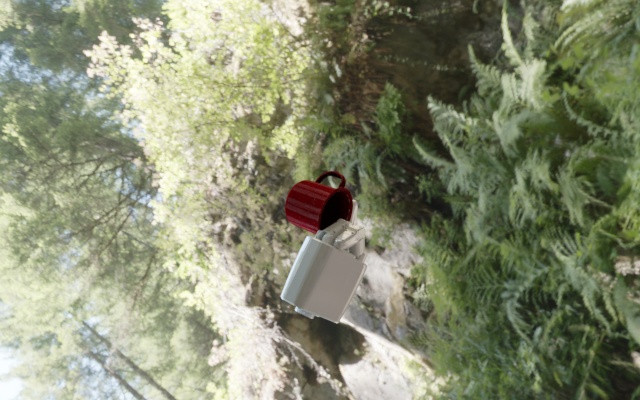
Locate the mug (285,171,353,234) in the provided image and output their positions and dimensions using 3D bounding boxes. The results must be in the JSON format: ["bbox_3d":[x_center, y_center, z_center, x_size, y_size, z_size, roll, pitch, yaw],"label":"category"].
[{"bbox_3d":[0.001,0.001,0.801,0.081,0.117,0.093,19,-10,35],"label":"mug"}]
